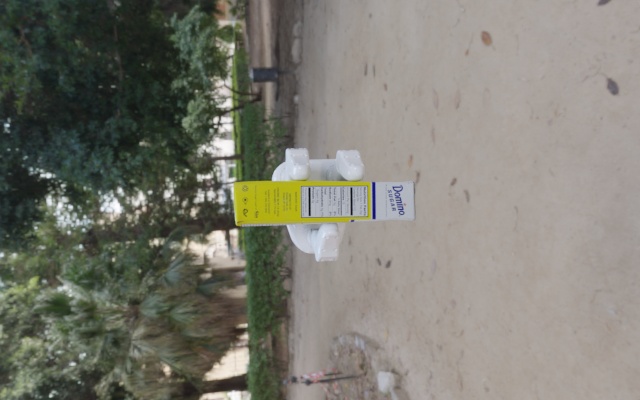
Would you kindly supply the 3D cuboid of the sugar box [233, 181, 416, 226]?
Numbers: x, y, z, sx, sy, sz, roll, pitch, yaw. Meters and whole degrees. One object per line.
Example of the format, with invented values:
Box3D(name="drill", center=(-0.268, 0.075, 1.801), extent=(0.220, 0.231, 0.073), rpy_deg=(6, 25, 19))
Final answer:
Box3D(name="sugar box", center=(0.000, 0.001, 0.496), extent=(0.176, 0.048, 0.093), rpy_deg=(-3, 0, -9))
